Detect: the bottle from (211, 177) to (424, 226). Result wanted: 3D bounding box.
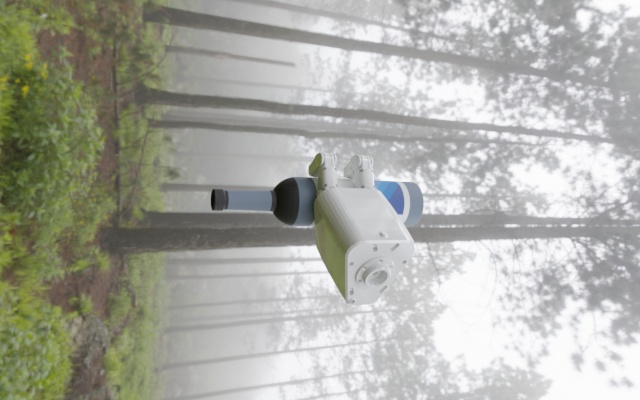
[{"bbox_3d":[0.000,0.002,0.655,0.296,0.069,0.069,1,-1,-23],"label":"bottle"}]
